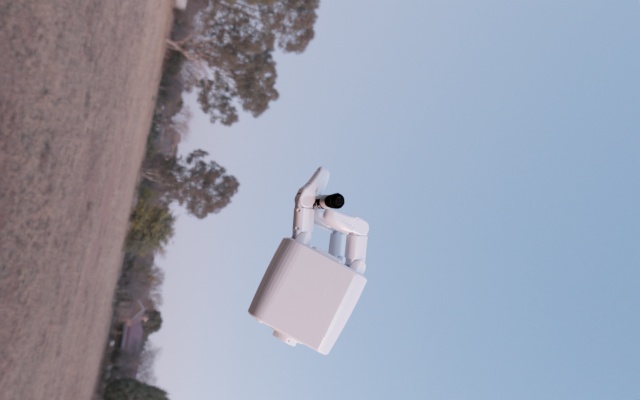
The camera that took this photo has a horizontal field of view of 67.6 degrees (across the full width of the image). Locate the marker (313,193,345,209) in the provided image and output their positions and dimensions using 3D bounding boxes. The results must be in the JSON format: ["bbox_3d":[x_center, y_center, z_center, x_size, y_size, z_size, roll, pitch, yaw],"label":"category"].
[{"bbox_3d":[0.000,0.002,0.603,0.020,0.020,0.121,0,-1,-21],"label":"marker"}]
